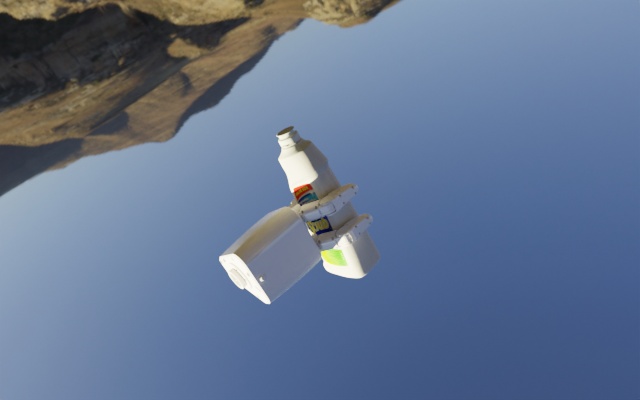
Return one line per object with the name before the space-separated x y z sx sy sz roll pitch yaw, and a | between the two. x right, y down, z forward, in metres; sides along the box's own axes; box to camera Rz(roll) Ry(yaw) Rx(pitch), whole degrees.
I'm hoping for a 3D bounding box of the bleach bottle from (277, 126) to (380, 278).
bleach bottle | 0.000 0.002 0.729 0.068 0.251 0.102 -42 27 -27
